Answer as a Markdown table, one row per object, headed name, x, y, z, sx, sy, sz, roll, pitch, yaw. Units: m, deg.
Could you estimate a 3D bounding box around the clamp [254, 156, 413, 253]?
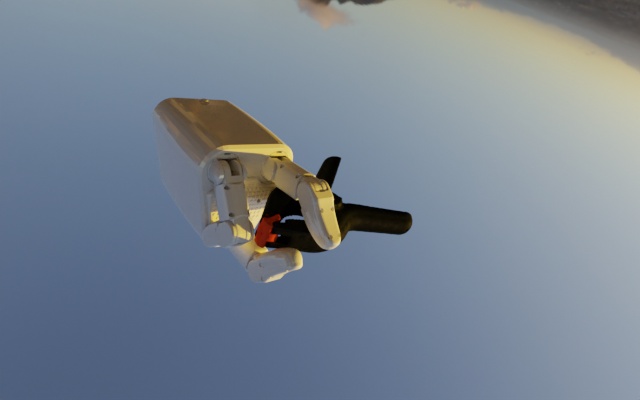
| name | x | y | z | sx | sy | sz | roll | pitch | yaw |
| --- | --- | --- | --- | --- | --- | --- | --- | --- | --- |
| clamp | 0.000 | 0.002 | 0.464 | 0.171 | 0.039 | 0.120 | -8 | 39 | -43 |
